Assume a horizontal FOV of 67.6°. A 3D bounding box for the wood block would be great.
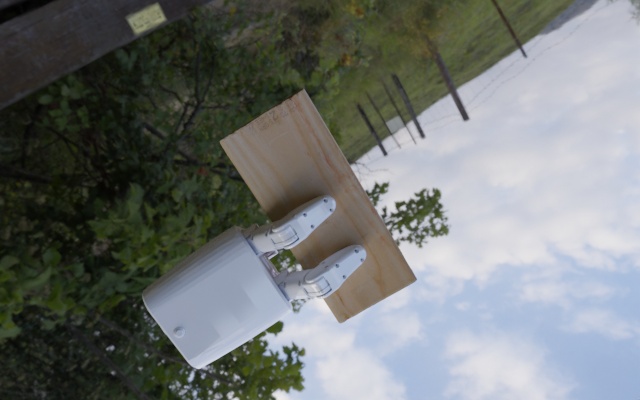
[{"bbox_3d":[0.000,0.002,0.474,0.090,0.206,0.090,-31,13,4],"label":"wood block"}]
